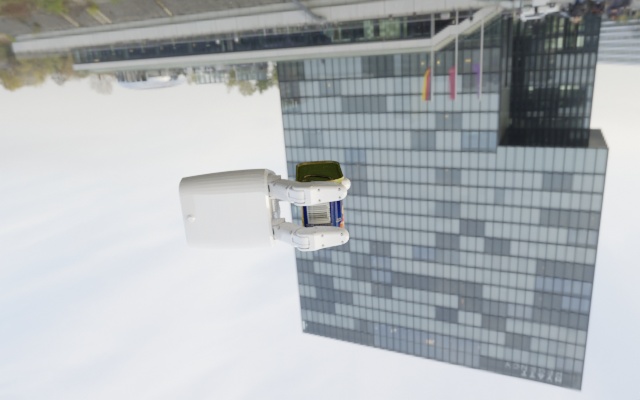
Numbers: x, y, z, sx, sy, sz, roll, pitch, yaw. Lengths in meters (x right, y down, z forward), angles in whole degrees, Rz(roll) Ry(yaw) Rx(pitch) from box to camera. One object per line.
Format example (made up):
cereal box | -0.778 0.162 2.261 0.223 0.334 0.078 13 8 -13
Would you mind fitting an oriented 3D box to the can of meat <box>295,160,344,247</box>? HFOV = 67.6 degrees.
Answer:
can of meat | 0.000 0.002 0.604 0.057 0.084 0.102 -4 18 -1
